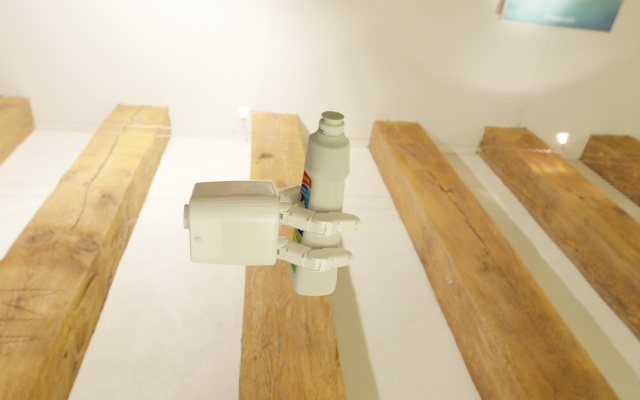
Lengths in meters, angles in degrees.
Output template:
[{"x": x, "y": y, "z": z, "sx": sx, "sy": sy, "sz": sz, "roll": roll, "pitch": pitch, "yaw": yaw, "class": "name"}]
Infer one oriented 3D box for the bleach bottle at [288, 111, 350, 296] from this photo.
[{"x": 0.000, "y": 0.002, "z": 0.629, "sx": 0.068, "sy": 0.251, "sz": 0.102, "roll": 1, "pitch": 32, "yaw": -10, "class": "bleach bottle"}]
